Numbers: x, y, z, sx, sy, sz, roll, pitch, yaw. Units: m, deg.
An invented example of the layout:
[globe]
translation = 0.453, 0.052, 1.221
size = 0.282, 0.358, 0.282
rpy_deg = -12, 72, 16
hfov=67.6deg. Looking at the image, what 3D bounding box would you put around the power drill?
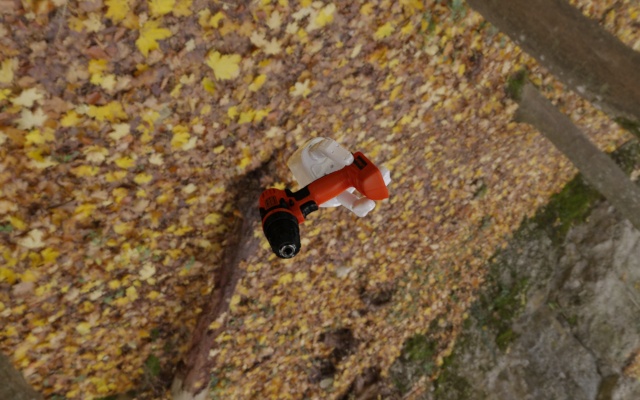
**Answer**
[power drill]
translation = 0.000, 0.002, 0.702
size = 0.187, 0.057, 0.184
rpy_deg = -23, 27, -3
